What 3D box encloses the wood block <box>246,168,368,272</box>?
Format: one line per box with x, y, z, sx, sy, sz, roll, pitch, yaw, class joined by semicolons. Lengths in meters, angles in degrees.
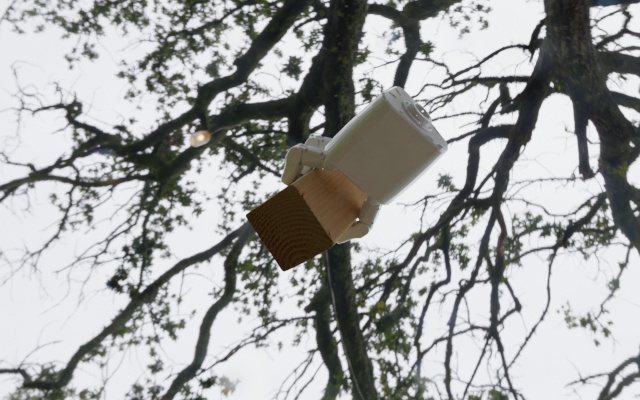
0.001;0.002;0.668;0.090;0.091;0.206;-32;4;31;wood block
